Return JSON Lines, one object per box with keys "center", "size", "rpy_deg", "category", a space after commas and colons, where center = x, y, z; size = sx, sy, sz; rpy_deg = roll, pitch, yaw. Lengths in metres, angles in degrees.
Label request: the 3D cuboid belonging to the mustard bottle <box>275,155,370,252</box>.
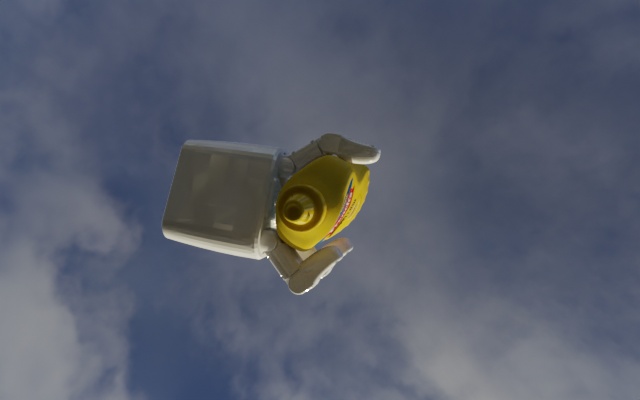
{"center": [0.000, 0.002, 0.472], "size": [0.058, 0.096, 0.191], "rpy_deg": [33, 11, 10], "category": "mustard bottle"}
